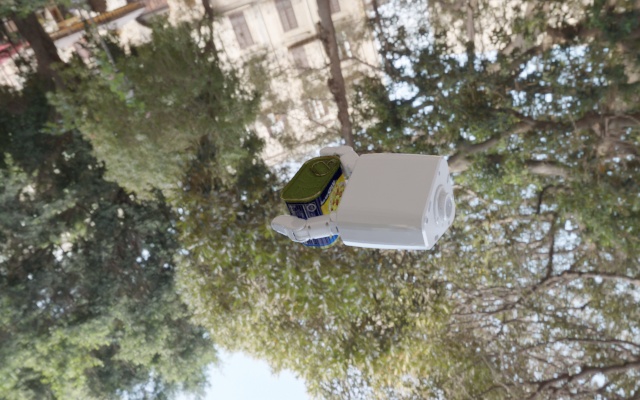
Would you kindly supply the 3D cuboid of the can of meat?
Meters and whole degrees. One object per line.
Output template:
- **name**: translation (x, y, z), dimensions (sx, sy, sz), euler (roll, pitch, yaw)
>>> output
- **can of meat**: translation (0.000, 0.002, 0.635), dimensions (0.057, 0.084, 0.102), euler (-1, 36, 29)
